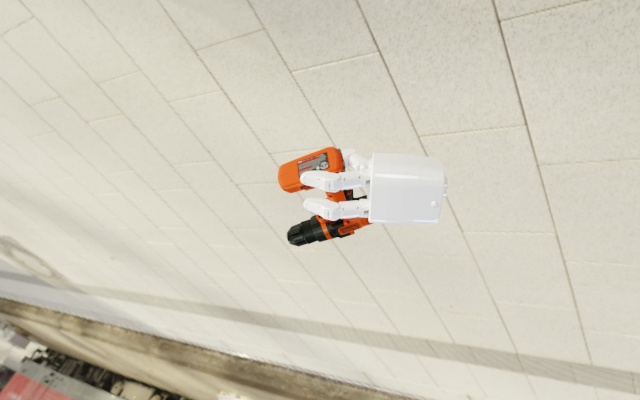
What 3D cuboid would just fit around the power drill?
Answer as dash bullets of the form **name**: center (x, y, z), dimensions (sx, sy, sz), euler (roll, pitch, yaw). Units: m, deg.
- **power drill**: center (0.000, 0.002, 0.800), dimensions (0.184, 0.057, 0.188), euler (-21, -38, 11)
